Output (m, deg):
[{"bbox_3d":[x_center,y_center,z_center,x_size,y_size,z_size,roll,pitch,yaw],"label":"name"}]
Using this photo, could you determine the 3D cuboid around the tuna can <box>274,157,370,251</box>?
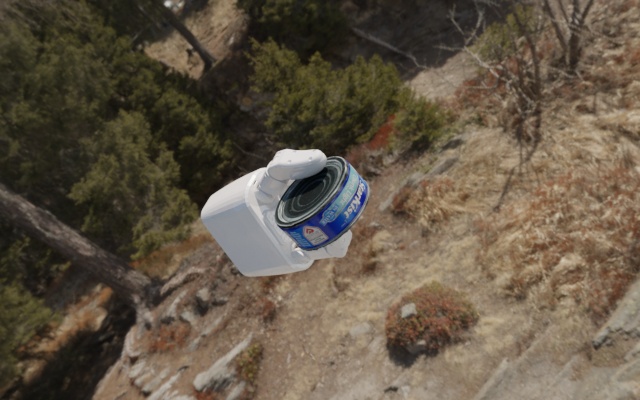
[{"bbox_3d":[0.000,0.001,0.428,0.034,0.086,0.086,46,-24,-26],"label":"tuna can"}]
